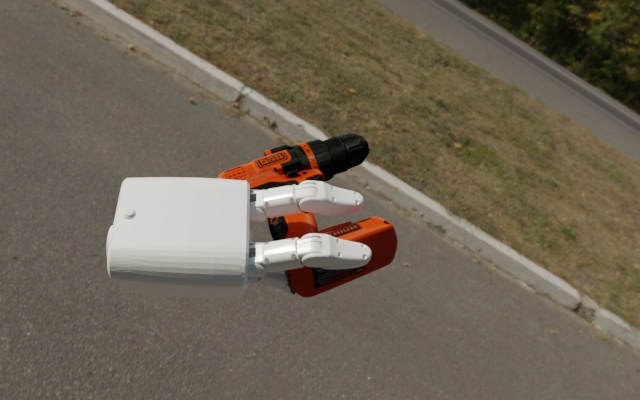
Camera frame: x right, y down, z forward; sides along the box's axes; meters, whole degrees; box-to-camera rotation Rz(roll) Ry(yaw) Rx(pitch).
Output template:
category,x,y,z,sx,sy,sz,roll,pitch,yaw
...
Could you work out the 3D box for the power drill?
category,x,y,z,sx,sy,sz,roll,pitch,yaw
power drill,0.000,0.002,0.495,0.184,0.057,0.187,-21,40,-14
